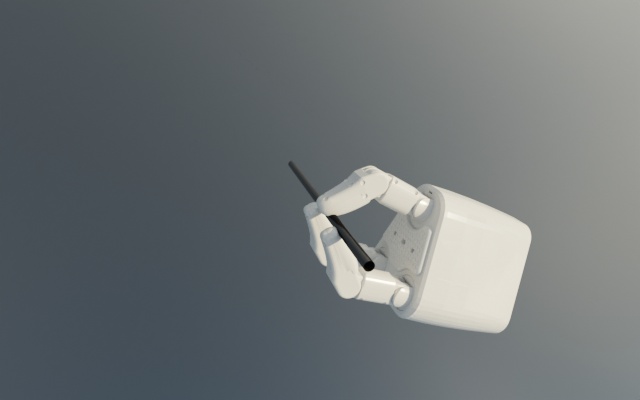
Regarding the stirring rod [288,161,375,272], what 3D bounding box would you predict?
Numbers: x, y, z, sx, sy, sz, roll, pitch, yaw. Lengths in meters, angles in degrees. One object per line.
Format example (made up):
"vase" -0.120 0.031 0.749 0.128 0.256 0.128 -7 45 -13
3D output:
"stirring rod" 0.000 0.001 0.419 0.011 0.011 0.239 0 20 -16
